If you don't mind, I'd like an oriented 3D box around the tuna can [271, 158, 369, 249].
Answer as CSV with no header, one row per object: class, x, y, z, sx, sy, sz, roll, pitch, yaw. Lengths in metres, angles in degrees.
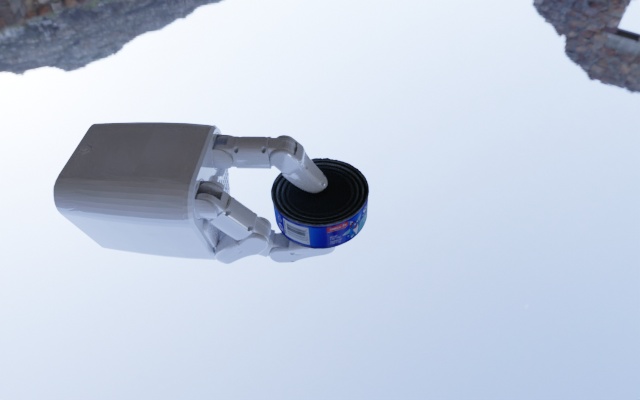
tuna can,0.000,0.002,0.427,0.086,0.034,0.086,-2,44,2
